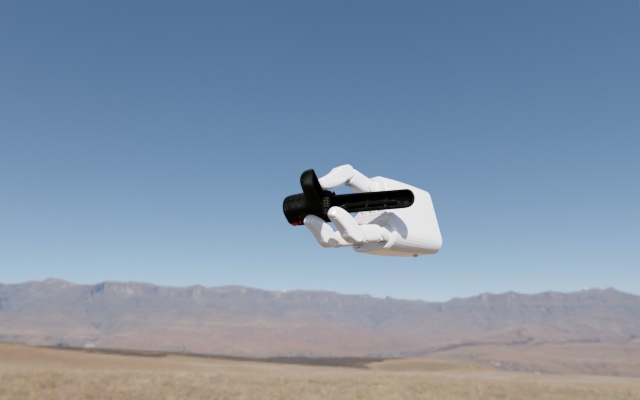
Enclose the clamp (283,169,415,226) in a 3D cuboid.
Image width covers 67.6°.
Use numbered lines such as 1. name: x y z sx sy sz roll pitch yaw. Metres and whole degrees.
1. clamp: 0.000 0.002 0.661 0.164 0.036 0.210 14 -19 -35
